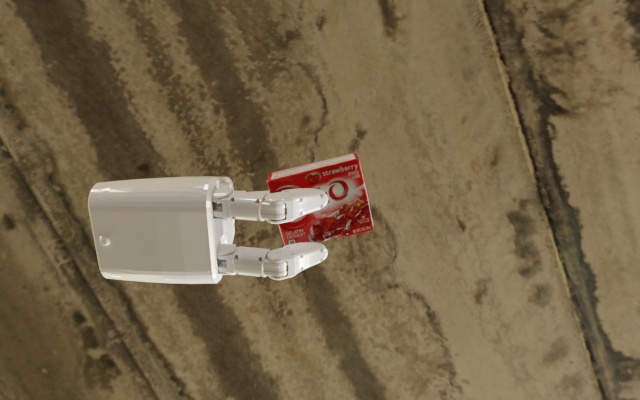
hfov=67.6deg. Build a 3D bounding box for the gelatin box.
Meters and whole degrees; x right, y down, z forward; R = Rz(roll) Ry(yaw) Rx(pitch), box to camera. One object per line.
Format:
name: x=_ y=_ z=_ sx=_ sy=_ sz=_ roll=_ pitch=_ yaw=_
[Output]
gelatin box: x=0.000 y=0.001 z=0.456 sx=0.089 sy=0.073 sz=0.030 roll=-13 pitch=18 yaw=1
